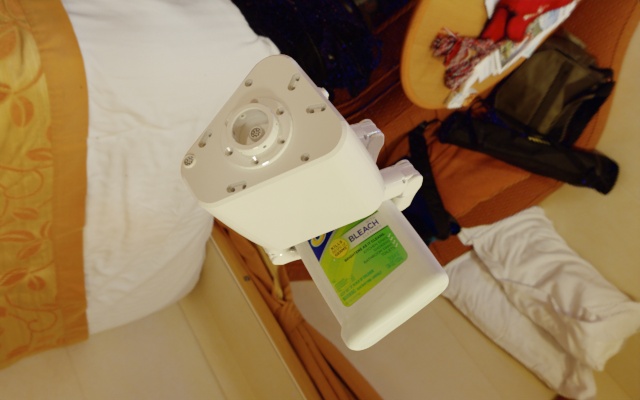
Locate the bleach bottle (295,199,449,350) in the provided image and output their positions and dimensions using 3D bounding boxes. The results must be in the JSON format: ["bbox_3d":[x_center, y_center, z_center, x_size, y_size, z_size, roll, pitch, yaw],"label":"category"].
[{"bbox_3d":[0.000,0.001,0.437,0.102,0.250,0.068,-38,-26,3],"label":"bleach bottle"}]
